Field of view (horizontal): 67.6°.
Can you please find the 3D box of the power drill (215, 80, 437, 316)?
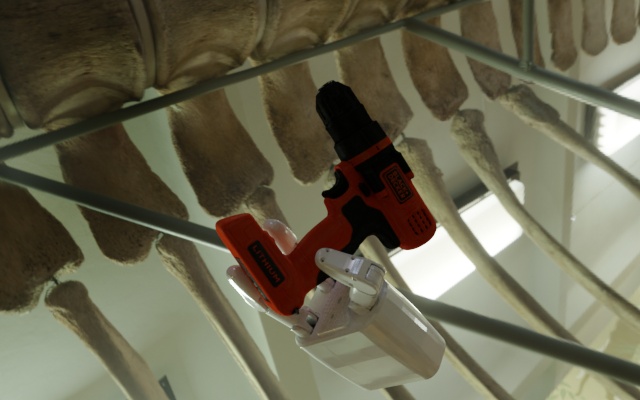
[{"bbox_3d":[0.000,0.002,0.448,0.187,0.184,0.057,-34,4,-16],"label":"power drill"}]
